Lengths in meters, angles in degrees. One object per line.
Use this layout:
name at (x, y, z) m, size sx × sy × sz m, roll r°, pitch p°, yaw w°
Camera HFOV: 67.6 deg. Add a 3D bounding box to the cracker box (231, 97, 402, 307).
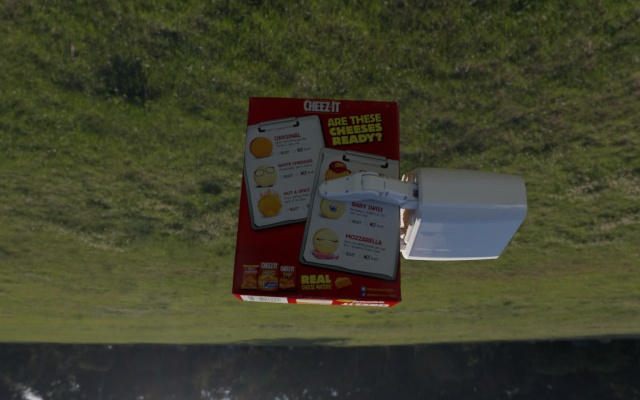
cracker box at (0.000, 0.002, 0.510) m, size 0.164 × 0.213 × 0.072 m, roll 2°, pitch -18°, yaw 0°
